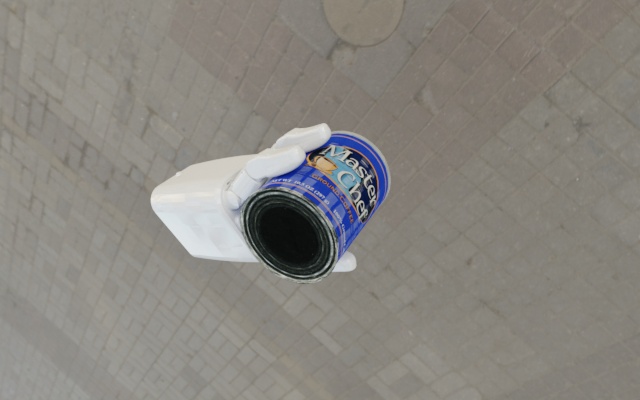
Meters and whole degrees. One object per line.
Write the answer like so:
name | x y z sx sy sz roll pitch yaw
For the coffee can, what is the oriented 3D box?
coffee can | 0.000 0.002 0.486 0.103 0.103 0.140 0 28 30
